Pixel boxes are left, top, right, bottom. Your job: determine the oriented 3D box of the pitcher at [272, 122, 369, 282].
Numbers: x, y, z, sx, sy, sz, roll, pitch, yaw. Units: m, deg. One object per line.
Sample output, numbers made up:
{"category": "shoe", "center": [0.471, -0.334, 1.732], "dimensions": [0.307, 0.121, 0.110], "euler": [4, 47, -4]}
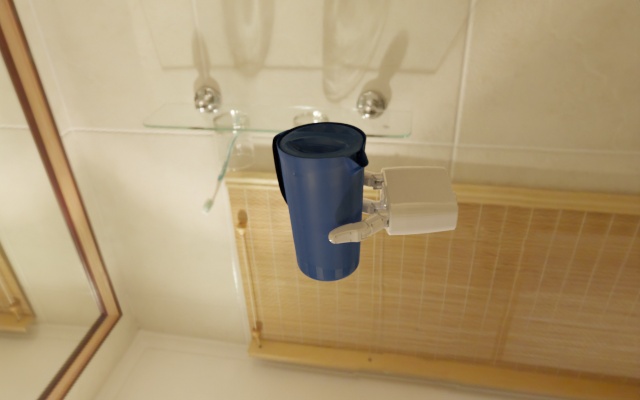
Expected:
{"category": "pitcher", "center": [0.000, 0.003, 0.768], "dimensions": [0.145, 0.243, 0.149], "euler": [-4, 31, -1]}
